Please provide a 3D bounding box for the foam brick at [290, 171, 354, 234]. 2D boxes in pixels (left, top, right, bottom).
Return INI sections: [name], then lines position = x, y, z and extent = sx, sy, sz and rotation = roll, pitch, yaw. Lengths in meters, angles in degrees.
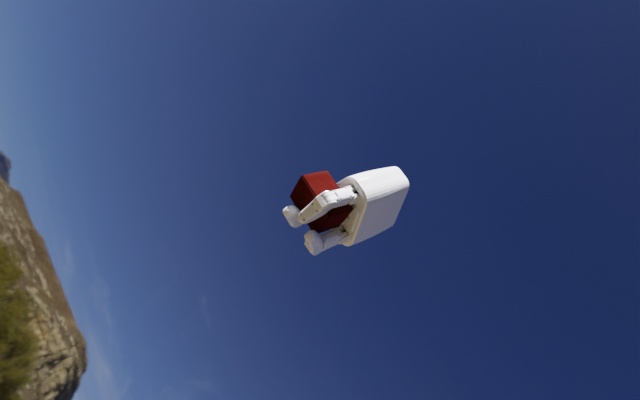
[foam brick]
position = 0.000, 0.002, 0.723
extent = 0.051, 0.078, 0.053
rotation = -17, -25, -38
